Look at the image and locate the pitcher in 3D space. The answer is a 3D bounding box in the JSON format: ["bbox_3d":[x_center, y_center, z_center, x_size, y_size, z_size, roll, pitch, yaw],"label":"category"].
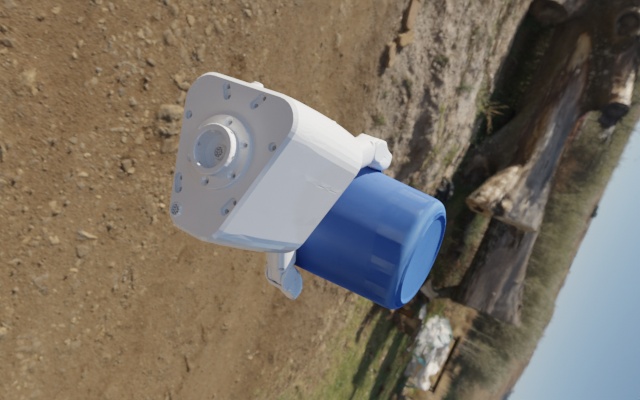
[{"bbox_3d":[0.000,0.002,0.486,0.243,0.149,0.145,24,0,26],"label":"pitcher"}]
